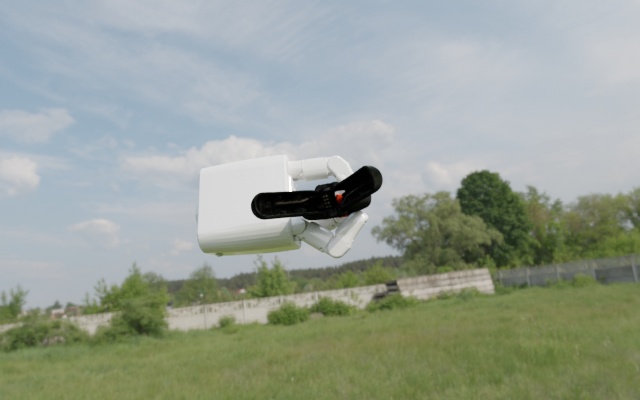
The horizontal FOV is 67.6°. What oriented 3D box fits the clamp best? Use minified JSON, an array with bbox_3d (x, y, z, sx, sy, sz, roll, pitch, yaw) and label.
[{"bbox_3d":[0.000,0.001,0.488,0.120,0.039,0.171,-7,-10,3],"label":"clamp"}]
